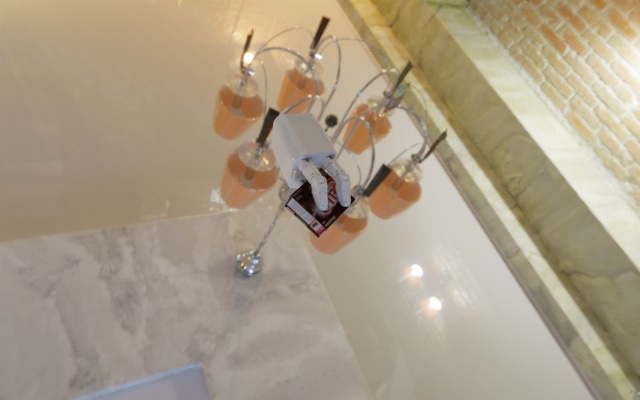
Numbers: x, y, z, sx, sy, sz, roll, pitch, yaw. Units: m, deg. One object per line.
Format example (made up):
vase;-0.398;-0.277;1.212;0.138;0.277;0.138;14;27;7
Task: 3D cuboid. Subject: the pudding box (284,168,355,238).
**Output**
pudding box;0.000;0.003;0.885;0.113;0.090;0.039;-44;-5;-42
